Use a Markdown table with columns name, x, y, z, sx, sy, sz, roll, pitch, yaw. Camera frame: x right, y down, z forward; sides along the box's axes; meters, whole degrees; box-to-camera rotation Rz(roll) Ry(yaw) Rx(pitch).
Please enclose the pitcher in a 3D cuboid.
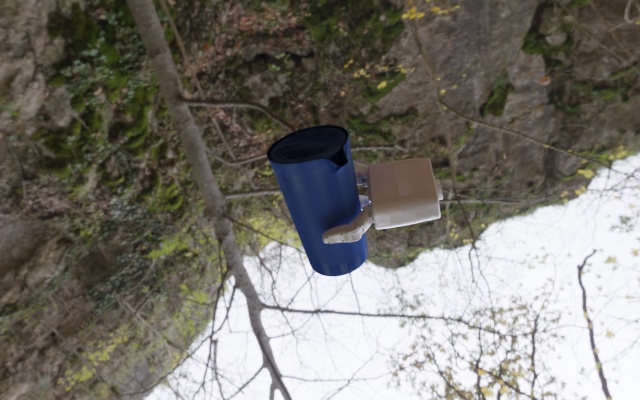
| name | x | y | z | sx | sy | sz | roll | pitch | yaw |
| --- | --- | --- | --- | --- | --- | --- | --- | --- | --- |
| pitcher | 0.000 | 0.003 | 0.811 | 0.145 | 0.243 | 0.149 | -9 | 30 | 10 |
